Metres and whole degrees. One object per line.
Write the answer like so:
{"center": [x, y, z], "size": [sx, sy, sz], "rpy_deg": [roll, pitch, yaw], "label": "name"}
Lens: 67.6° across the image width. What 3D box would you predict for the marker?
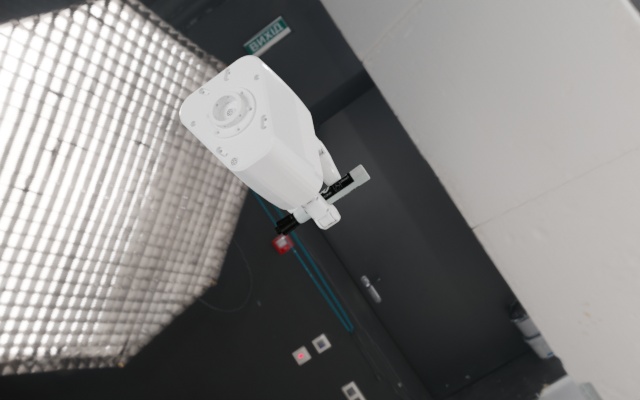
{"center": [0.000, 0.002, 0.531], "size": [0.121, 0.020, 0.020], "rpy_deg": [-34, -6, 8], "label": "marker"}
